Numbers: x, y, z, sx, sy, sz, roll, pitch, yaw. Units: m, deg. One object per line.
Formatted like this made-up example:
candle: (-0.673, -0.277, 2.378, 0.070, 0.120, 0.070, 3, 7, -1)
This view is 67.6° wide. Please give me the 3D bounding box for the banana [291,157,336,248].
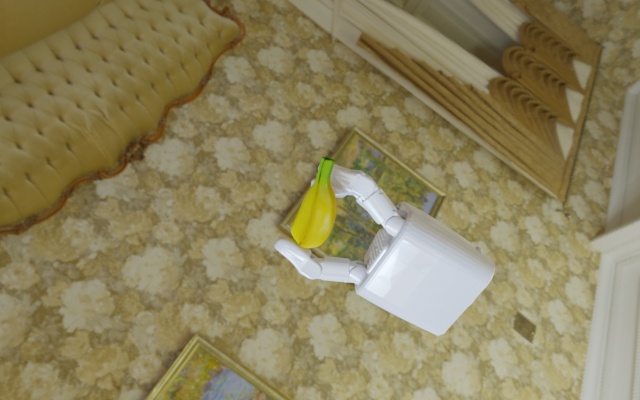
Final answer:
banana: (-0.006, 0.018, 0.498, 0.037, 0.069, 0.198, 23, -15, -2)
